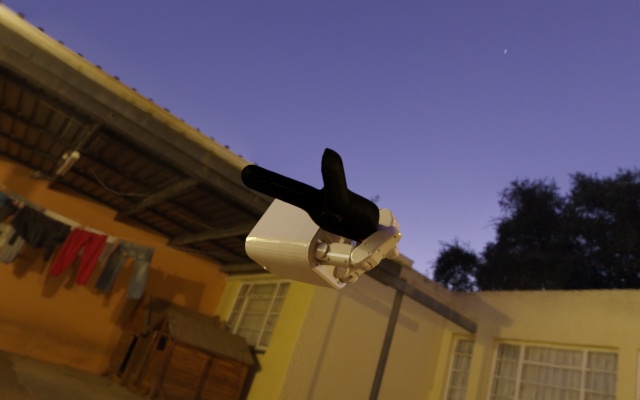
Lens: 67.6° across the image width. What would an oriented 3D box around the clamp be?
[{"bbox_3d":[0.000,0.001,0.507,0.120,0.039,0.171,4,-28,34],"label":"clamp"}]
